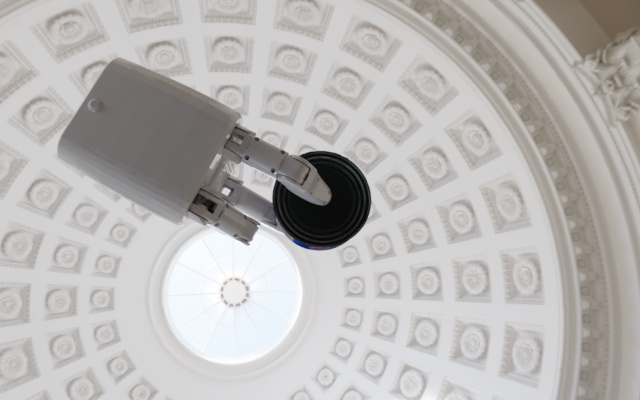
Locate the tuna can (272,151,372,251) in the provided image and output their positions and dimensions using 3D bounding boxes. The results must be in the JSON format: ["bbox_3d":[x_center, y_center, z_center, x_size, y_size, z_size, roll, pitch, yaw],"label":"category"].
[{"bbox_3d":[0.000,0.002,0.425,0.086,0.086,0.034,0,-13,-5],"label":"tuna can"}]
